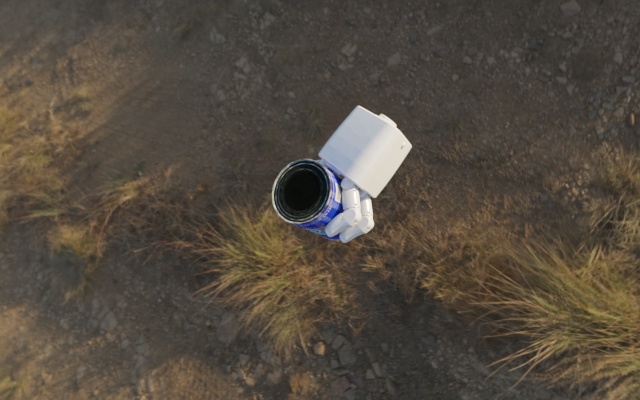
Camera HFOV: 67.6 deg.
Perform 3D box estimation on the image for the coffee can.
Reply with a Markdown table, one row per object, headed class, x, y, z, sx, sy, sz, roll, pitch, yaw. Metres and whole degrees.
| class | x | y | z | sx | sy | sz | roll | pitch | yaw |
| --- | --- | --- | --- | --- | --- | --- | --- | --- | --- |
| coffee can | 0.000 | 0.003 | 0.778 | 0.103 | 0.102 | 0.140 | 0 | -14 | 27 |
